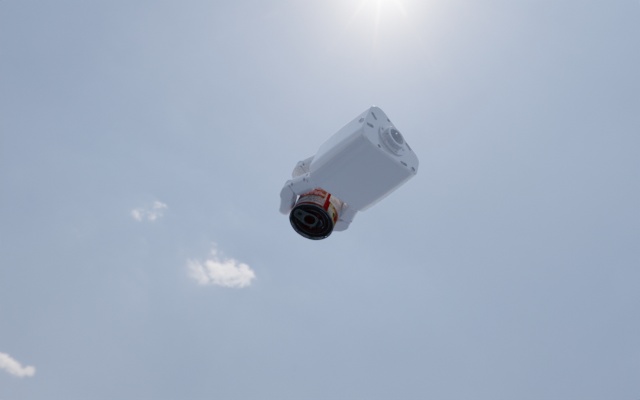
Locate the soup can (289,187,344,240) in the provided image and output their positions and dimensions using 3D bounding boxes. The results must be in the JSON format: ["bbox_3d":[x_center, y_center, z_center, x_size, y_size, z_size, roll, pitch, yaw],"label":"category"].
[{"bbox_3d":[0.000,0.003,0.733,0.068,0.068,0.102,0,36,20],"label":"soup can"}]
